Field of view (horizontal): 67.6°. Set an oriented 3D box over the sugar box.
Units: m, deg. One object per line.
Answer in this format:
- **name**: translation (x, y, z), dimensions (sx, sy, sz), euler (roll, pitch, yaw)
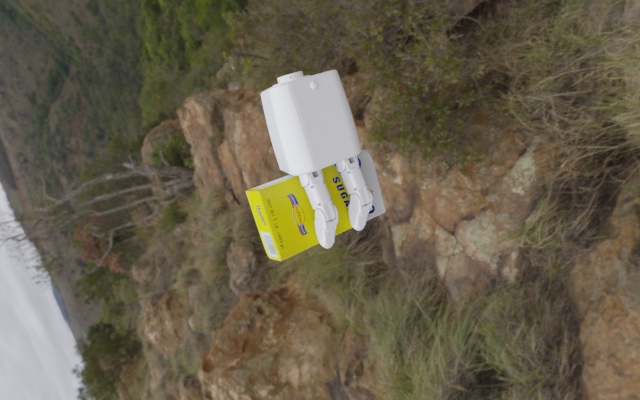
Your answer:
- **sugar box**: translation (0.000, 0.002, 0.621), dimensions (0.176, 0.093, 0.048), euler (-23, 13, -28)
